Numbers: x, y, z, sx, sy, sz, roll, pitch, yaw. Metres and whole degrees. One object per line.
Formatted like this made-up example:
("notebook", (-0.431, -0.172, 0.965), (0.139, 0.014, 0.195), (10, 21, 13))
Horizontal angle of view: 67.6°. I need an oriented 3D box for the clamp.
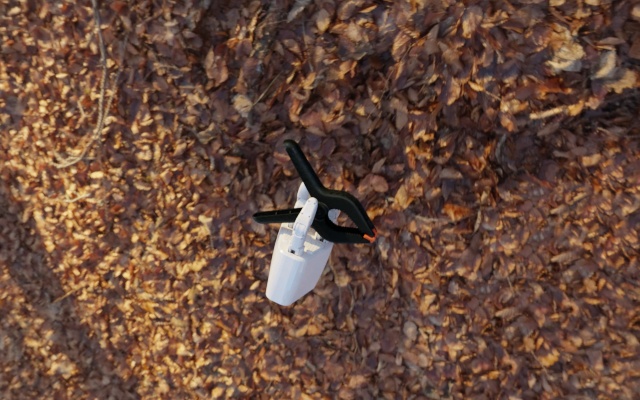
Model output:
("clamp", (0.000, 0.003, 0.780), (0.210, 0.165, 0.036), (22, 29, 7))
